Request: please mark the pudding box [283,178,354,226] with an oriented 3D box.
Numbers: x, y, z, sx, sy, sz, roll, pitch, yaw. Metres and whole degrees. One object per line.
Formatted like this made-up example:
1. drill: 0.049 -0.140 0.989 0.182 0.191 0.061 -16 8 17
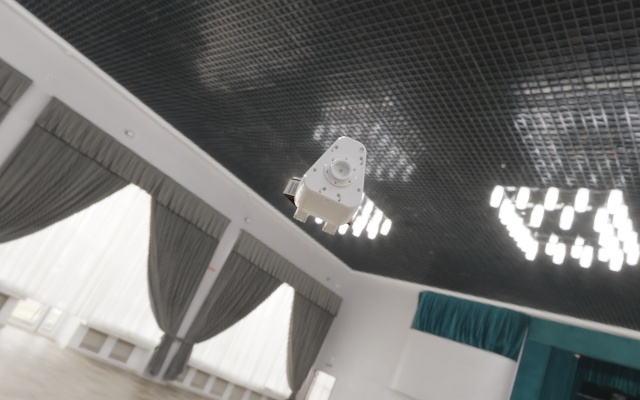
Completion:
1. pudding box: 0.000 0.003 0.879 0.113 0.039 0.090 17 -18 26
